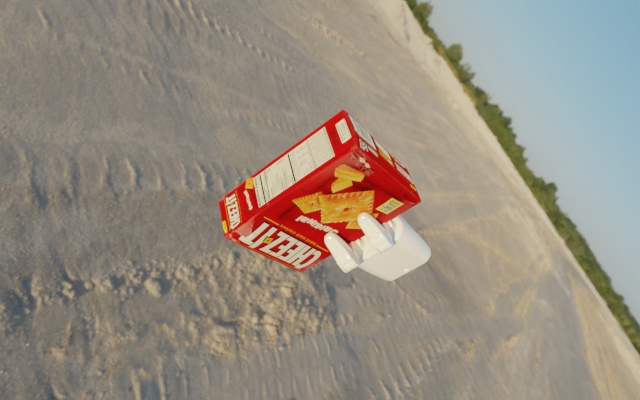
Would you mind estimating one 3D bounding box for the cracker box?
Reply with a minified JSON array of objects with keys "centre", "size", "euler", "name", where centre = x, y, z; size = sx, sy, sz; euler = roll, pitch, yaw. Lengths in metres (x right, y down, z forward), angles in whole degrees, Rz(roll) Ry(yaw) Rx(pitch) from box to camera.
[{"centre":[0.000,0.002,0.634],"size":[0.214,0.072,0.164],"euler":[-34,-41,21],"name":"cracker box"}]
